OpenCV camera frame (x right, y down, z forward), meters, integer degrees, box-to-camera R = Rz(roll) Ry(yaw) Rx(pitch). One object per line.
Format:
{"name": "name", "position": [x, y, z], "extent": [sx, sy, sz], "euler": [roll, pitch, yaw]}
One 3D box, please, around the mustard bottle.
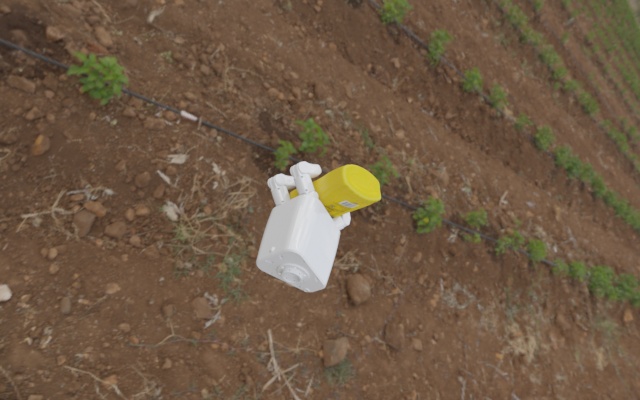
{"name": "mustard bottle", "position": [0.000, 0.002, 0.804], "extent": [0.192, 0.058, 0.096], "euler": [-24, -29, 38]}
